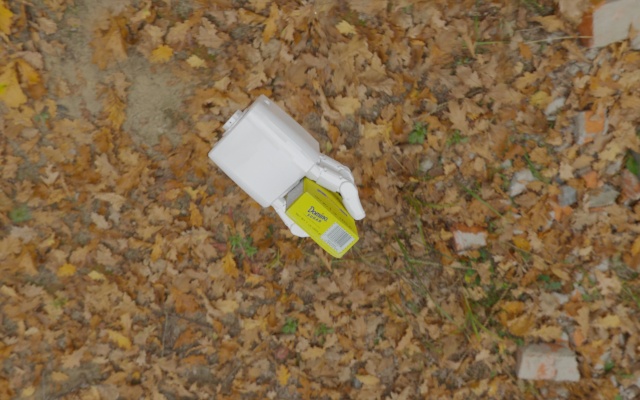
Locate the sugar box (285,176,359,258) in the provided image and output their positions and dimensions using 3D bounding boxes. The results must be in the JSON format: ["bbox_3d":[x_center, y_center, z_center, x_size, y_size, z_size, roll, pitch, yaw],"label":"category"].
[{"bbox_3d":[0.000,0.002,0.657,0.093,0.048,0.176,42,15,-15],"label":"sugar box"}]
